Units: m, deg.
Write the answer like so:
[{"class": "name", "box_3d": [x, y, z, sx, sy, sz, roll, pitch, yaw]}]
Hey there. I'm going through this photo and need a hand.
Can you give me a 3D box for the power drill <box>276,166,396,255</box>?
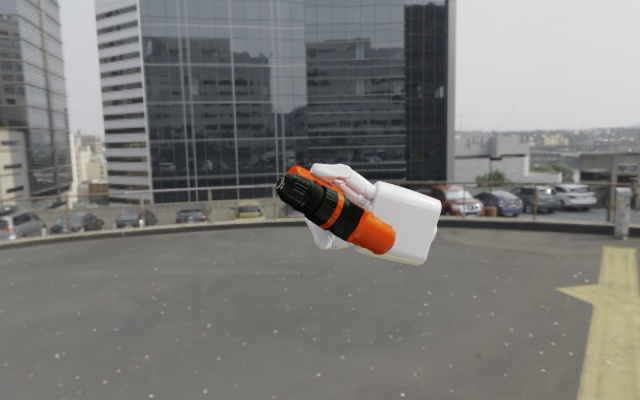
[{"class": "power drill", "box_3d": [0.000, 0.002, 0.687, 0.184, 0.057, 0.187, 31, 4, -24]}]
